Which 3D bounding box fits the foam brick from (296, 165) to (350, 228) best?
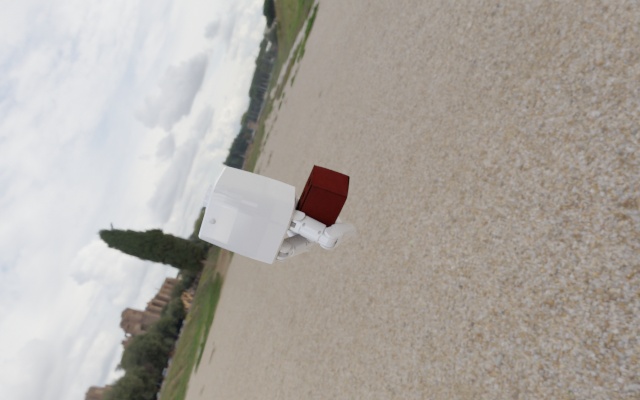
[{"bbox_3d":[0.000,0.002,0.637,0.051,0.078,0.053,20,33,-7],"label":"foam brick"}]
